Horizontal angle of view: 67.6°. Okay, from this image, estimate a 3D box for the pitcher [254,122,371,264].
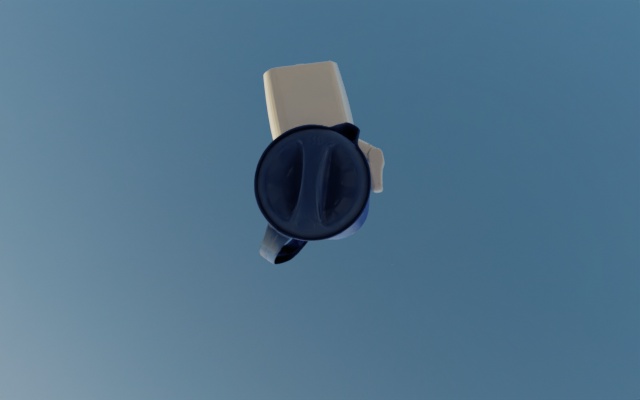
[{"bbox_3d":[0.000,0.002,0.644,0.149,0.145,0.243,-13,-9,7],"label":"pitcher"}]
